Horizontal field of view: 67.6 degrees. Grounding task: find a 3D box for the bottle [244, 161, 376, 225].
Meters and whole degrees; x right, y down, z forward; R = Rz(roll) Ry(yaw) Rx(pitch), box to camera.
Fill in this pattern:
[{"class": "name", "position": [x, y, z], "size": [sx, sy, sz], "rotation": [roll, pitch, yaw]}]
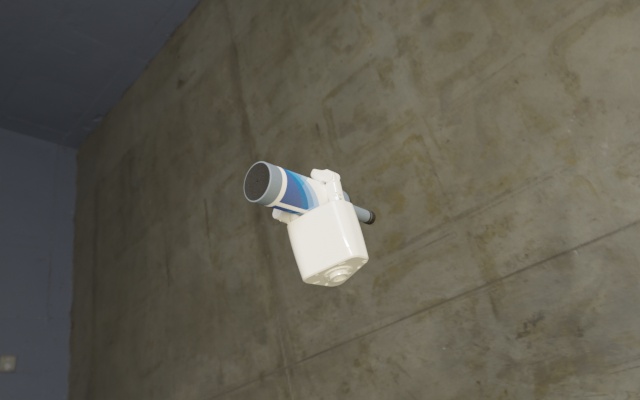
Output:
[{"class": "bottle", "position": [0.000, 0.003, 0.849], "size": [0.069, 0.069, 0.296], "rotation": [0, -13, 44]}]
